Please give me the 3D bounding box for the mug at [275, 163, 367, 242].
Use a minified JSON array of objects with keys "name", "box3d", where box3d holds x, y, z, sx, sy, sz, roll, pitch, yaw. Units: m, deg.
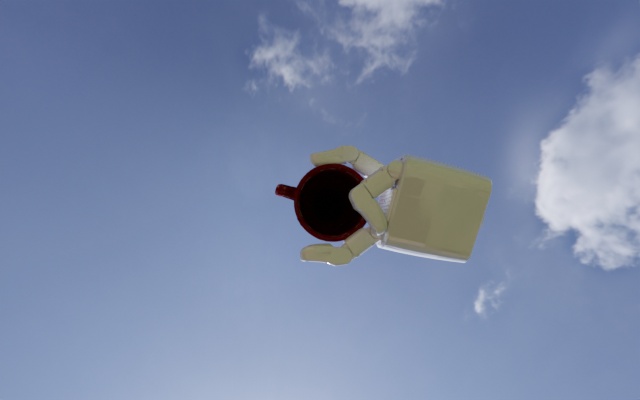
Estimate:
[{"name":"mug","box3d":[-0.001,0.002,0.601,0.117,0.093,0.081,12,-4,-4]}]
